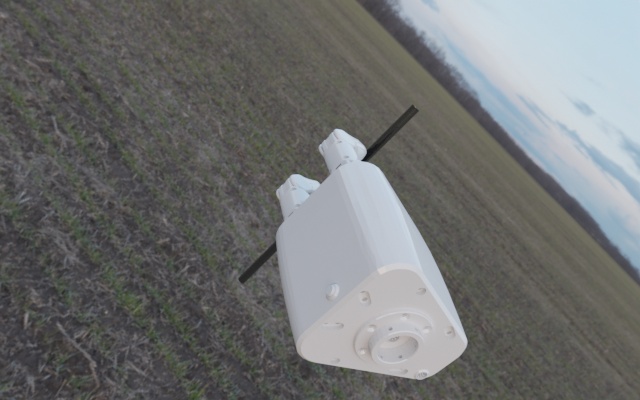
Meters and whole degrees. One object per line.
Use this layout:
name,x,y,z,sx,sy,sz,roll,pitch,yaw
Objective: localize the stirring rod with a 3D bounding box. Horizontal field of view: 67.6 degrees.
stirring rod,0.000,0.002,0.444,0.239,0.011,0.011,-45,-19,20
